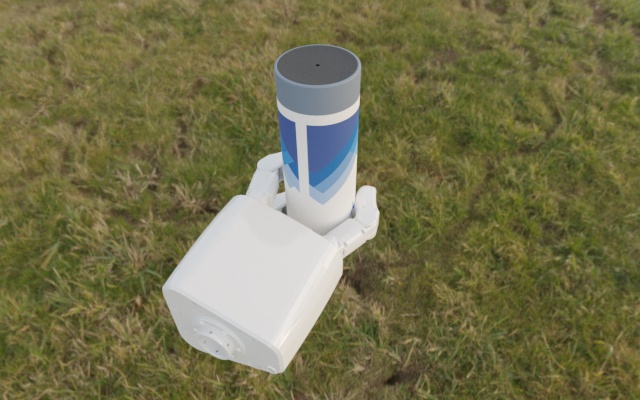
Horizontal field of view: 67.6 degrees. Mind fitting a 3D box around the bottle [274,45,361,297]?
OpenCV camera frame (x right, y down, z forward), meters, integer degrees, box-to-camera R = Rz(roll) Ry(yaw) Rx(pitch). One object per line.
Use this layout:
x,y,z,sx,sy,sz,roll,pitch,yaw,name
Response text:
0.000,0.001,0.466,0.069,0.296,0.069,-1,44,1,bottle
